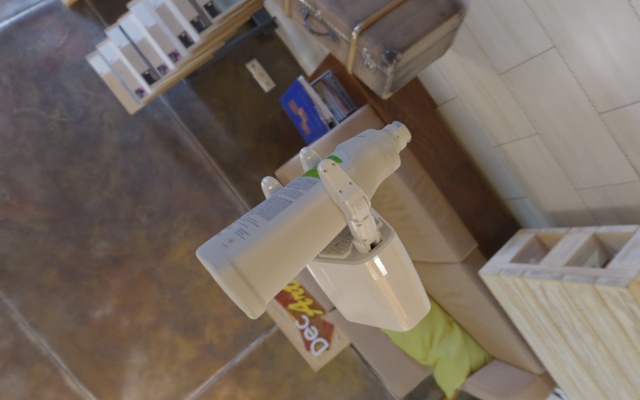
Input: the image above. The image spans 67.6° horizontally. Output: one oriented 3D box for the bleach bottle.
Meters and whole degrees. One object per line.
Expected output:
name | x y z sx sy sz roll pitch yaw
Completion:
bleach bottle | 0.000 0.002 0.478 0.251 0.068 0.102 -39 24 -17
